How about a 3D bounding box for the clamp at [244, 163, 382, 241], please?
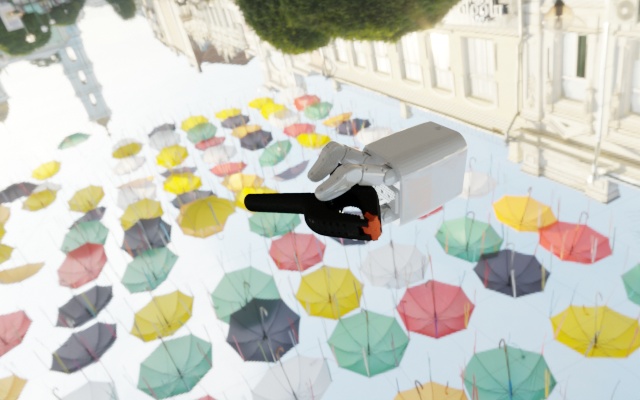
[{"bbox_3d":[0.001,0.003,0.600,0.164,0.036,0.210,-26,30,-13],"label":"clamp"}]
